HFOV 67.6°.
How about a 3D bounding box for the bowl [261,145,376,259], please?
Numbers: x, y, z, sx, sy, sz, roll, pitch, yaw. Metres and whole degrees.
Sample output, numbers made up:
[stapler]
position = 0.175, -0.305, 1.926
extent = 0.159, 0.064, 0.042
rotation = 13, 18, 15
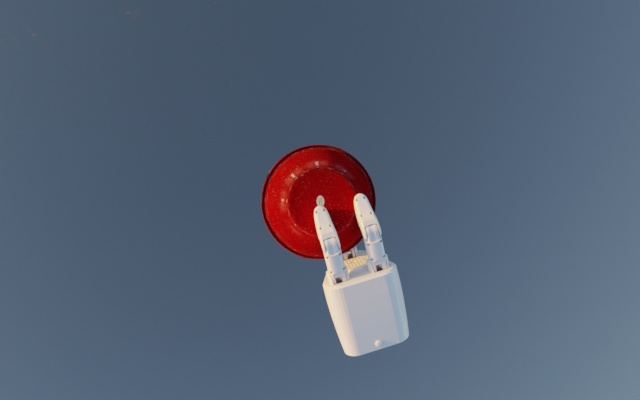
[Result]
[bowl]
position = -0.001, 0.001, 0.644
extent = 0.162, 0.162, 0.055
rotation = 0, 0, -5
